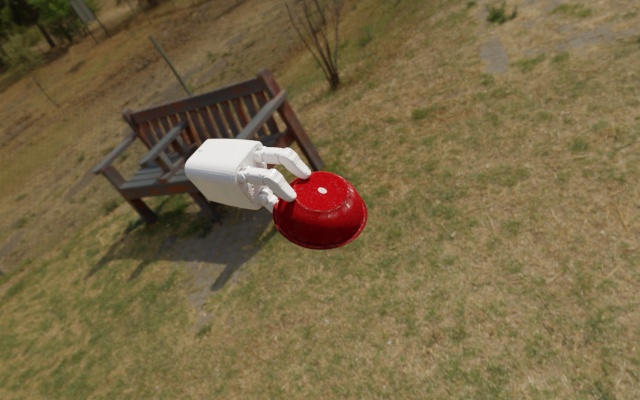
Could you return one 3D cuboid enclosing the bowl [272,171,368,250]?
[{"bbox_3d":[0.001,0.002,0.792,0.162,0.162,0.055,0,-43,-2],"label":"bowl"}]
